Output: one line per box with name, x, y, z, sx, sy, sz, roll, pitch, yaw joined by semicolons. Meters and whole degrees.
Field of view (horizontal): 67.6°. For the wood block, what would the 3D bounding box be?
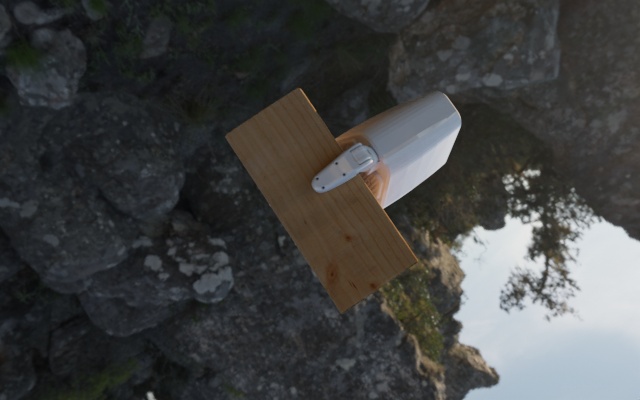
wood block;0.000;0.001;0.499;0.090;0.206;0.091;-34;-6;-3
